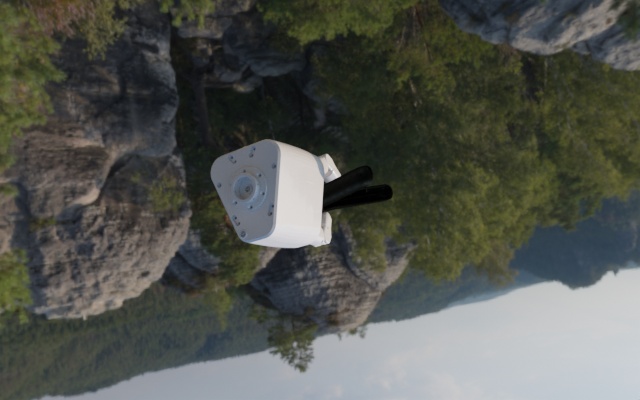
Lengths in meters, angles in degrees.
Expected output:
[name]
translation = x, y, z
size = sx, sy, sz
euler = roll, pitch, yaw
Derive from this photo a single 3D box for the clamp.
[clamp]
translation = 0.000, 0.003, 0.682
size = 0.210, 0.036, 0.164
euler = -17, -13, 22
